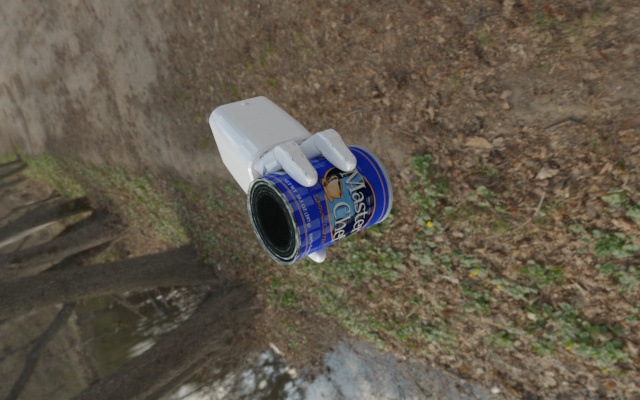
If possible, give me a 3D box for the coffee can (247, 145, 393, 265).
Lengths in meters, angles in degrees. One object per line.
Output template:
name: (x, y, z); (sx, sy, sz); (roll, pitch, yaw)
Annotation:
coffee can: (0.000, 0.002, 0.563); (0.140, 0.103, 0.103); (-22, 12, -32)
